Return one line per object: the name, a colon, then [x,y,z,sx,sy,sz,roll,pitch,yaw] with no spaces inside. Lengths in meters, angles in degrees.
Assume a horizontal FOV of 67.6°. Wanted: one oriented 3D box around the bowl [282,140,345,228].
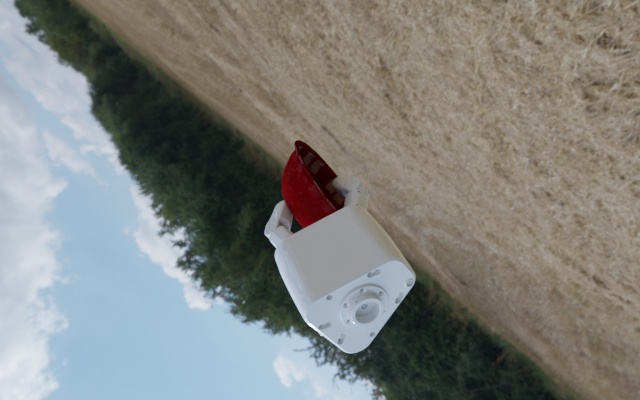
bowl: [0.000,0.002,0.614,0.055,0.162,0.162,-37,-9,12]
